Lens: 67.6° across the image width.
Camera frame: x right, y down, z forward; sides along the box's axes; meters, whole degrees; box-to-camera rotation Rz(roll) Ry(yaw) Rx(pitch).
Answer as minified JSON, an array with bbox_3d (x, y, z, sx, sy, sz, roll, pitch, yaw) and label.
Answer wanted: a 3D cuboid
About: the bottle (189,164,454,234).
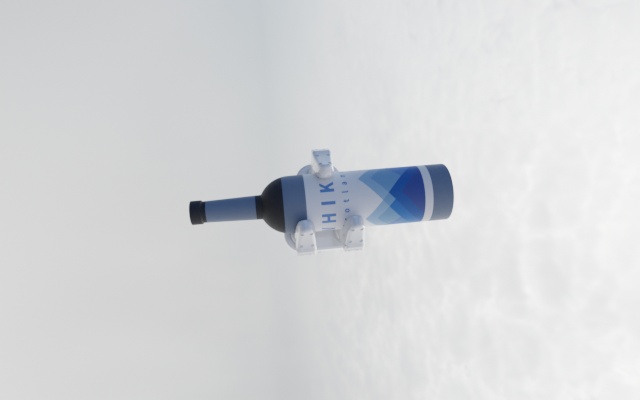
[{"bbox_3d":[0.000,0.002,0.552,0.296,0.069,0.069,-5,0,-5],"label":"bottle"}]
